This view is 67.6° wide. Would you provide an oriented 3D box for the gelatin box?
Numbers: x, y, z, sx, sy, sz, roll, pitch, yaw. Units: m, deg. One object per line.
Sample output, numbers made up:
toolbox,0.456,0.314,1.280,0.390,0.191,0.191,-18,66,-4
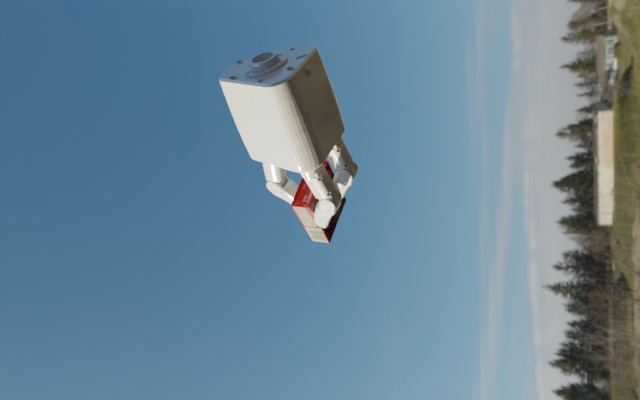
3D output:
gelatin box,0.000,0.002,0.625,0.030,0.073,0.089,6,-33,26
